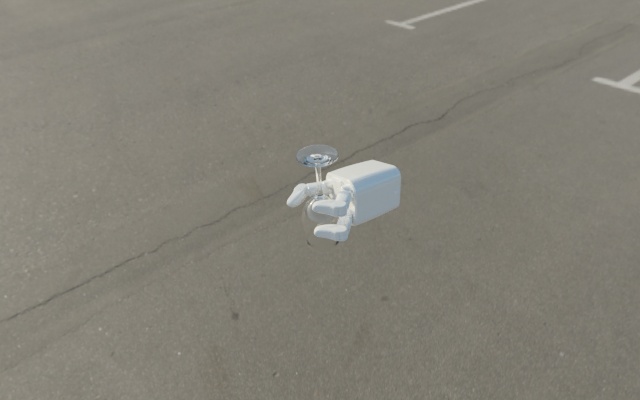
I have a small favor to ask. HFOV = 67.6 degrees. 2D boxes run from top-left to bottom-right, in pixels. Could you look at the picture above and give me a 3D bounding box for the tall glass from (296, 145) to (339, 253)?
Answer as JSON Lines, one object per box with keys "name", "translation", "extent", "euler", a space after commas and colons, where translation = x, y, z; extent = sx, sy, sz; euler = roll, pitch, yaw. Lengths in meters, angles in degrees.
{"name": "tall glass", "translation": [0.000, 0.002, 0.881], "extent": [0.079, 0.201, 0.079], "euler": [-2, 35, 2]}
